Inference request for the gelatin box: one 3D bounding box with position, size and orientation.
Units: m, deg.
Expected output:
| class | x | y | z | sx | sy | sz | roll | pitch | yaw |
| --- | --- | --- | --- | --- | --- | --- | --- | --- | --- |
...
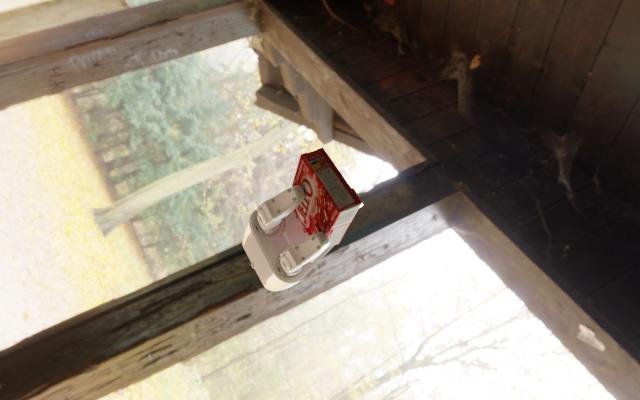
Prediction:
| class | x | y | z | sx | sy | sz | roll | pitch | yaw |
| --- | --- | --- | --- | --- | --- | --- | --- | --- | --- |
| gelatin box | 0.001 | 0.001 | 0.492 | 0.030 | 0.073 | 0.089 | -22 | -23 | -26 |
